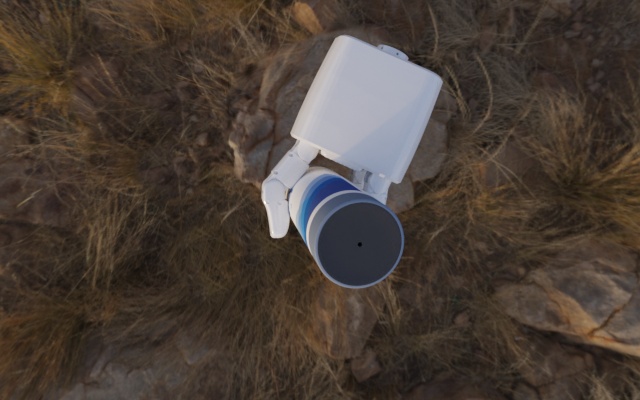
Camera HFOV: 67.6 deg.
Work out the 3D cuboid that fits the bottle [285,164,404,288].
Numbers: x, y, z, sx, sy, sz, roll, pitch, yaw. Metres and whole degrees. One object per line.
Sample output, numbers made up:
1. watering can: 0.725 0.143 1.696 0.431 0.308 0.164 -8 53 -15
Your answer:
1. bottle: 0.000 0.002 0.479 0.069 0.069 0.295 0 12 -11
